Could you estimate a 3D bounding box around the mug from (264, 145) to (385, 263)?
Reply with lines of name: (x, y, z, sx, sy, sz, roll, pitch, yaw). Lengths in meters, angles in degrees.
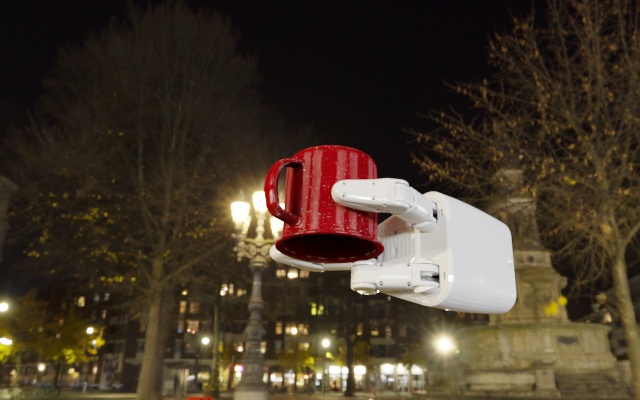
mug: (-0.001, 0.001, 0.413, 0.117, 0.081, 0.093, 20, -28, -37)
